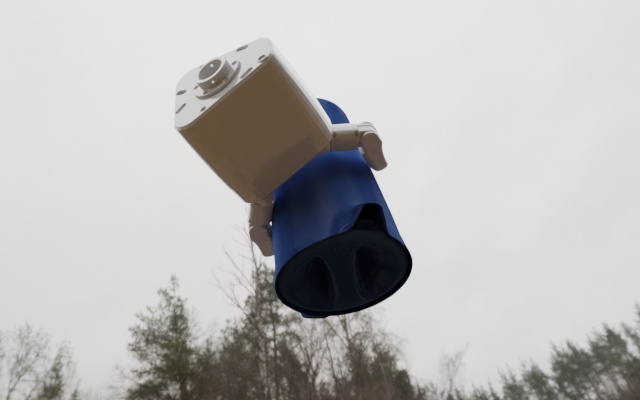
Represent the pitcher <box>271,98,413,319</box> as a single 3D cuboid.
[{"bbox_3d":[0.000,0.002,0.537,0.149,0.242,0.145,-27,-46,14],"label":"pitcher"}]
